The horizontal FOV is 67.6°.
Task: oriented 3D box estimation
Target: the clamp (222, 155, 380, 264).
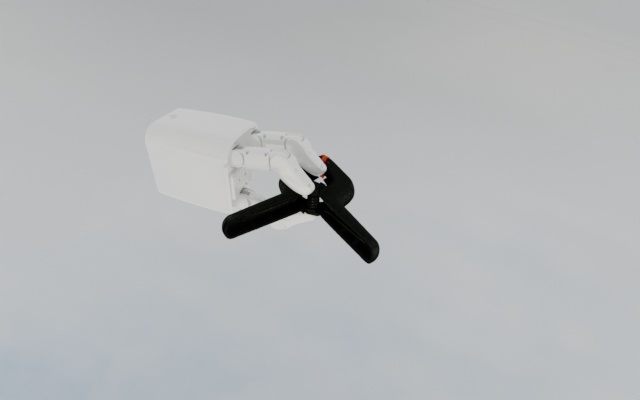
[{"bbox_3d":[0.000,0.002,0.565,0.164,0.036,0.210,14,30,9],"label":"clamp"}]
